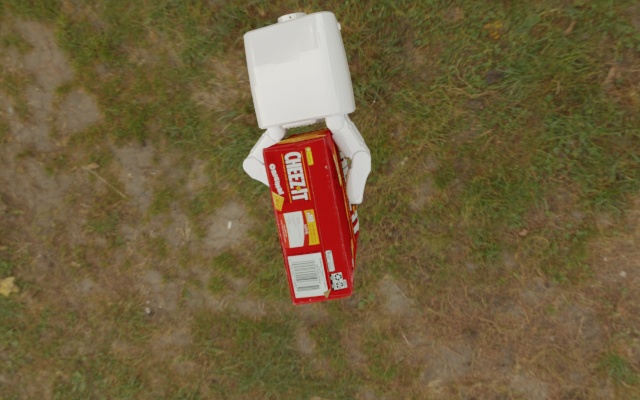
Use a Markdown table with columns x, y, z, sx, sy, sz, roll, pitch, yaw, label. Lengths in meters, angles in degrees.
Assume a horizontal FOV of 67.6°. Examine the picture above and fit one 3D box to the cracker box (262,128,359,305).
| x | y | z | sx | sy | sz | roll | pitch | yaw | label |
| --- | --- | --- | --- | --- | --- | --- | --- | --- | --- |
| 0.000 | 0.002 | 0.565 | 0.072 | 0.164 | 0.213 | -9 | 11 | 8 | cracker box |
